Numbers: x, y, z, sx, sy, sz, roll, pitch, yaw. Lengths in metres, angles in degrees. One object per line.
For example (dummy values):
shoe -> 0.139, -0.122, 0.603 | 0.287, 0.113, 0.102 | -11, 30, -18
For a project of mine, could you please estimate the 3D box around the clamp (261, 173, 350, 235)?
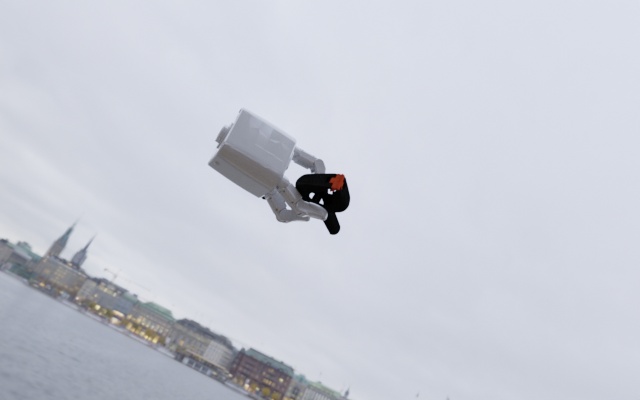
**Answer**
clamp -> 0.000, 0.002, 0.811 | 0.164, 0.036, 0.210 | 30, -23, -18
